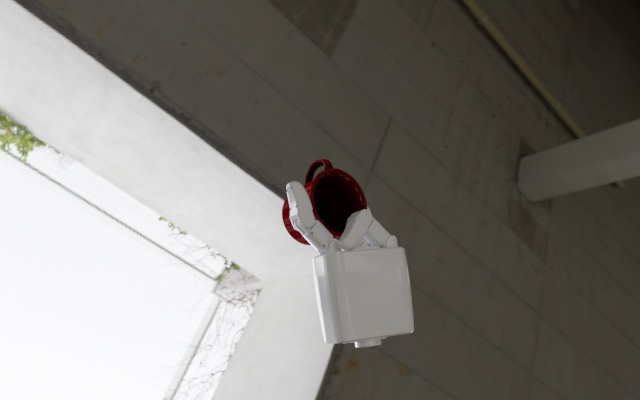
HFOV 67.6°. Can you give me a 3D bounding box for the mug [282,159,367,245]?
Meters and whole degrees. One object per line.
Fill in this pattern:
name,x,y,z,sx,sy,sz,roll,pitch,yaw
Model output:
mug,0.000,0.001,0.643,0.093,0.117,0.081,4,-18,-37
